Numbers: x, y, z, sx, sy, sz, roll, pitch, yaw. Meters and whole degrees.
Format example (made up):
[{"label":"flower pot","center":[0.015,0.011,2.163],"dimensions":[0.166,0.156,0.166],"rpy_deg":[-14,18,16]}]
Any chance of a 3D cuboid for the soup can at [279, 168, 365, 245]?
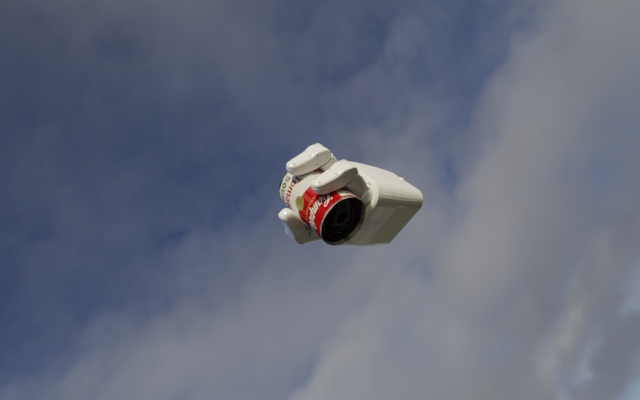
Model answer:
[{"label":"soup can","center":[0.000,0.002,0.612],"dimensions":[0.068,0.068,0.102],"rpy_deg":[0,28,-40]}]
